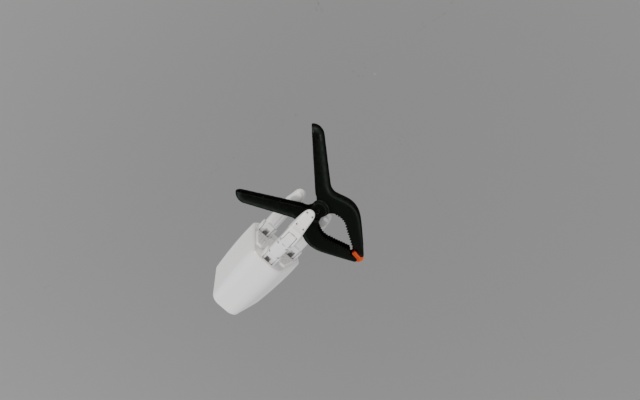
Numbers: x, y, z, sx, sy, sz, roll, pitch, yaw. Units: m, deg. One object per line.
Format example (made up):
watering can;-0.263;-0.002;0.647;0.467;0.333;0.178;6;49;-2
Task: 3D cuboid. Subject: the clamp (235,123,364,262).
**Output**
clamp;0.000;0.003;0.709;0.210;0.164;0.036;42;14;-6
